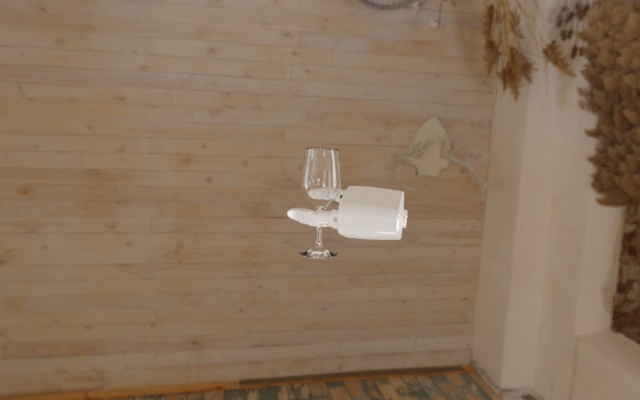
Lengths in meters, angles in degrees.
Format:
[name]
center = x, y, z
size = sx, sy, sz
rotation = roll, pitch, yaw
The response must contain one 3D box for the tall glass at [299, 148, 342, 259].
[tall glass]
center = 0.000, 0.004, 0.893
size = 0.079, 0.201, 0.079
rotation = 2, 9, 0
